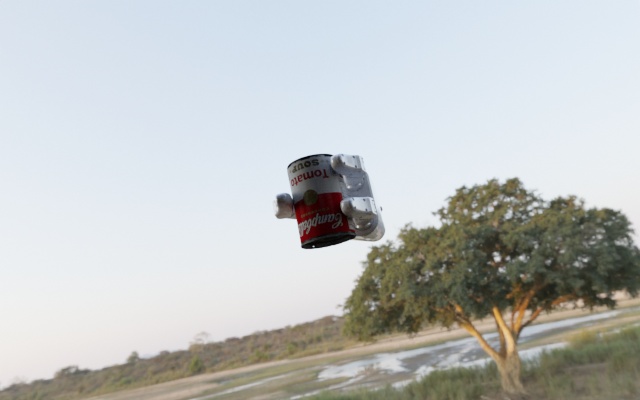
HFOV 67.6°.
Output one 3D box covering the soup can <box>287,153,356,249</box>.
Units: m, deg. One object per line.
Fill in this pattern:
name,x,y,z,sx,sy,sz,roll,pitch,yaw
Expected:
soup can,0.000,0.002,0.582,0.068,0.102,0.068,-11,-15,-3
